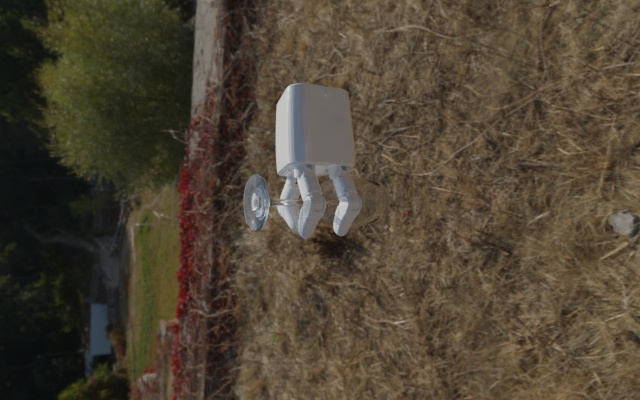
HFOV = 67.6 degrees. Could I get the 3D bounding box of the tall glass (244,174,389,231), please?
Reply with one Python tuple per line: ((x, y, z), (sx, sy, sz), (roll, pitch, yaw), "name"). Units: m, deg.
((-0.001, 0.002, 0.666), (0.201, 0.079, 0.079), (0, 0, -32), "tall glass")
